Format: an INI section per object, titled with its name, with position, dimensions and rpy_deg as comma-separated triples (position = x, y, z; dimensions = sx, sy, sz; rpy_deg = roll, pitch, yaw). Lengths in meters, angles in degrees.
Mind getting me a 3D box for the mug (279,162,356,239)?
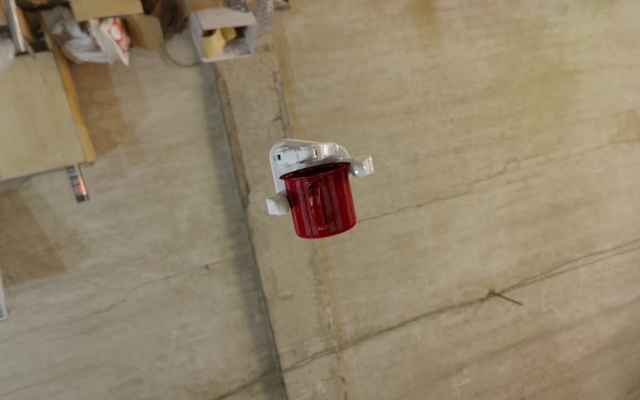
[mug]
position = 0.000, 0.002, 0.603
dimensions = 0.093, 0.081, 0.117
rpy_deg = -11, 11, 3
